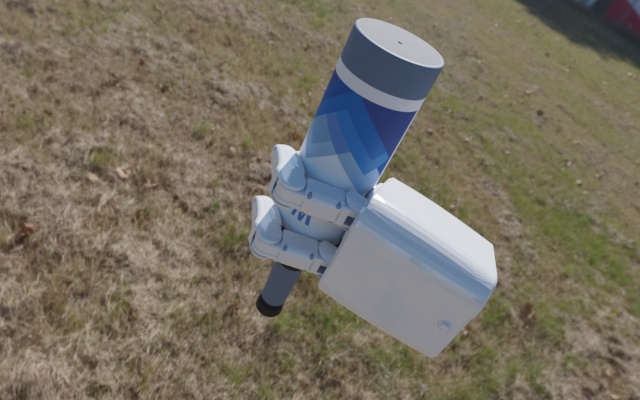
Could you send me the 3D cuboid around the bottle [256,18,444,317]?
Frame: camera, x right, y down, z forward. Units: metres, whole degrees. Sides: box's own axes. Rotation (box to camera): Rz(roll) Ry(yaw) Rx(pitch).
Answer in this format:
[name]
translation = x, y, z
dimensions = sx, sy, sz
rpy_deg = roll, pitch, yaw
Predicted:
[bottle]
translation = 0.000, 0.001, 0.404
dimensions = 0.069, 0.296, 0.069
rpy_deg = 17, 37, -13
